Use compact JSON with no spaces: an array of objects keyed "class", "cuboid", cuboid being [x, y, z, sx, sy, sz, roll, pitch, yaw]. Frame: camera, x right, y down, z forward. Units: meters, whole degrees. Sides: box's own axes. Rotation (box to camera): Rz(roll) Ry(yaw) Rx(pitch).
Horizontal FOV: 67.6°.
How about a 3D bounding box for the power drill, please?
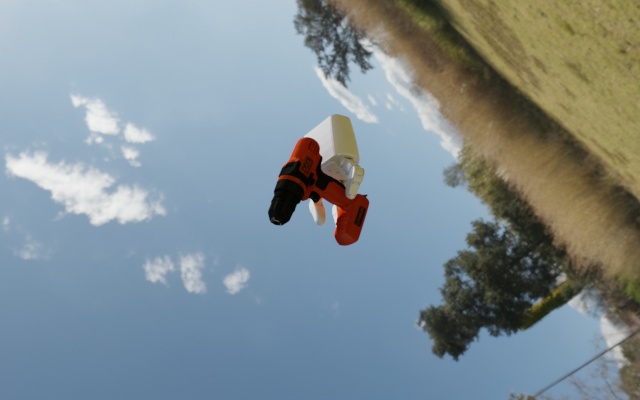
[{"class":"power drill","cuboid":[0.000,0.003,0.862,0.057,0.184,0.188,-15,-46,45]}]
